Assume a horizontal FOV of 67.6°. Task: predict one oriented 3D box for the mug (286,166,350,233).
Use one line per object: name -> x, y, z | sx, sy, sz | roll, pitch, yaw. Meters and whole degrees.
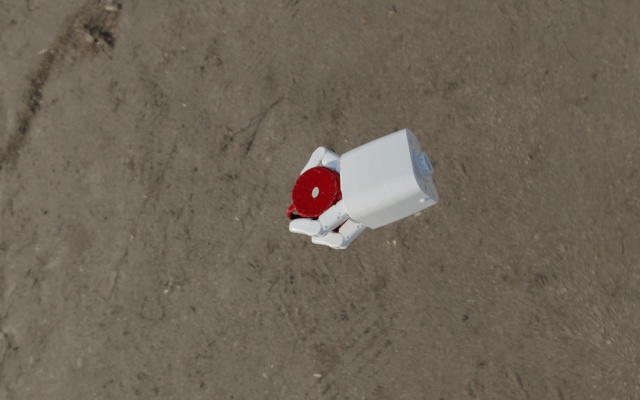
mug -> -0.001, 0.003, 0.727 | 0.117, 0.093, 0.081 | -23, -27, 24
